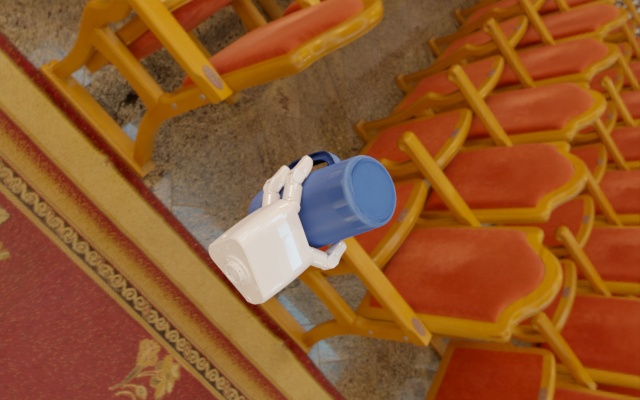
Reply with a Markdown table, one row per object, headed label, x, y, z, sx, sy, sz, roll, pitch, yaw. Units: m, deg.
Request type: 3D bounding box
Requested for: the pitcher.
| label | x | y | z | sx | sy | sz | roll | pitch | yaw |
| --- | --- | --- | --- | --- | --- | --- | --- | --- | --- |
| pitcher | 0.000 | 0.003 | 0.771 | 0.243 | 0.149 | 0.145 | -21 | 12 | 47 |
